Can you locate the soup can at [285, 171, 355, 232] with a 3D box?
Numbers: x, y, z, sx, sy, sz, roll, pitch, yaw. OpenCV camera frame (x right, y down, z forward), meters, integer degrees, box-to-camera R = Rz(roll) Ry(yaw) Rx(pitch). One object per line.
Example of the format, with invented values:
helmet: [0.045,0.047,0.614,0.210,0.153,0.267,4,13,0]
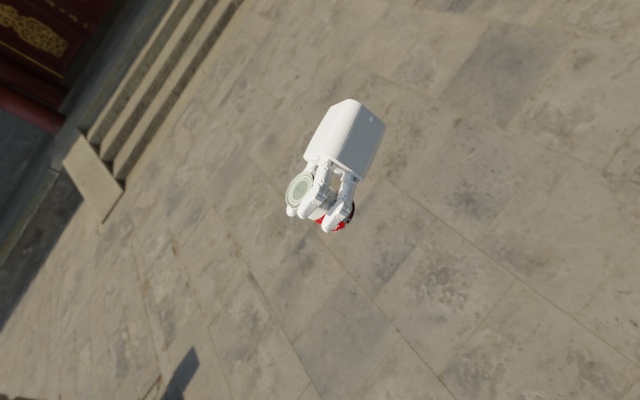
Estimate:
soup can: [0.000,0.003,0.806,0.102,0.068,0.068,32,-20,-35]
